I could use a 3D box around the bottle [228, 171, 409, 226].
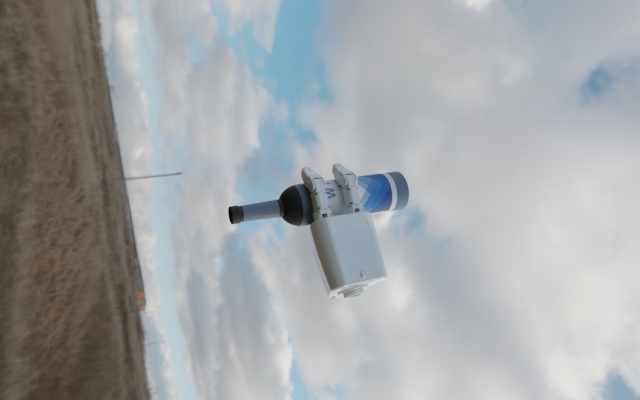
[{"bbox_3d":[0.000,0.002,0.766,0.295,0.069,0.069,-8,3,-23],"label":"bottle"}]
